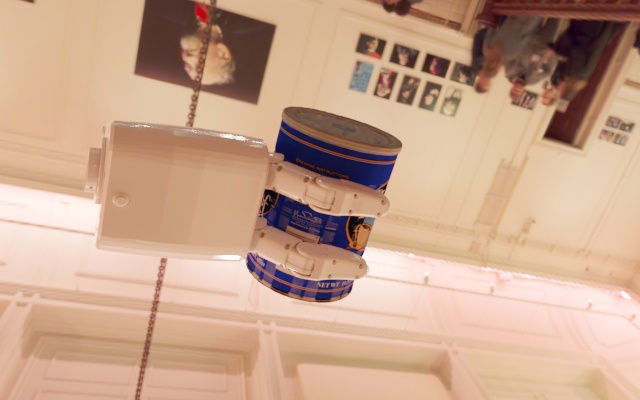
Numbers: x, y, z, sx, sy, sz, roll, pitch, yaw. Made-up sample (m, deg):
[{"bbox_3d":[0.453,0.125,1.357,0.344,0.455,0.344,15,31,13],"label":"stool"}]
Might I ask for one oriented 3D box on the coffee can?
[{"bbox_3d":[0.000,0.001,0.416,0.103,0.140,0.102,15,19,-5],"label":"coffee can"}]
